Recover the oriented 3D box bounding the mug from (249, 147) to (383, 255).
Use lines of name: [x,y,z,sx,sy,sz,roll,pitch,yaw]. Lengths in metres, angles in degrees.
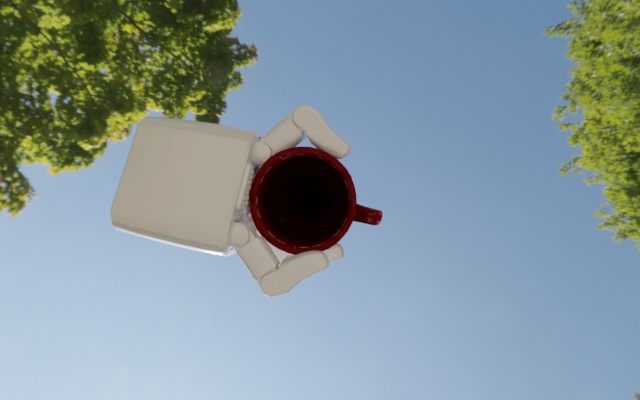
mug: [0.002,0.002,0.445,0.117,0.093,0.081,11,3,5]
